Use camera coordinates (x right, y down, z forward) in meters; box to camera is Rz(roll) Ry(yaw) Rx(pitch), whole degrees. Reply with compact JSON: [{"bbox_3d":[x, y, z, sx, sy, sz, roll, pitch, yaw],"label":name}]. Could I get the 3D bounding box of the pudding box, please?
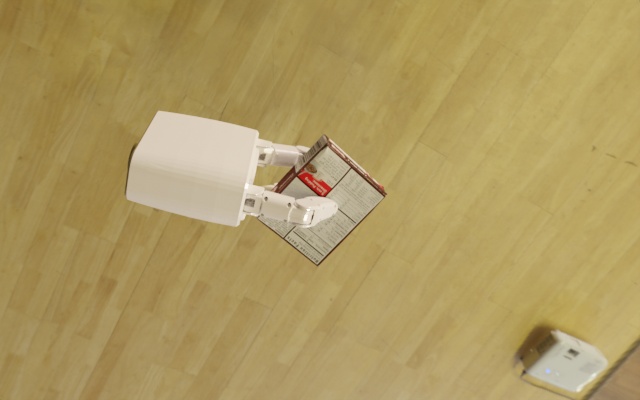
[{"bbox_3d":[0.000,0.002,0.510,0.090,0.113,0.039,40,14,-17],"label":"pudding box"}]
